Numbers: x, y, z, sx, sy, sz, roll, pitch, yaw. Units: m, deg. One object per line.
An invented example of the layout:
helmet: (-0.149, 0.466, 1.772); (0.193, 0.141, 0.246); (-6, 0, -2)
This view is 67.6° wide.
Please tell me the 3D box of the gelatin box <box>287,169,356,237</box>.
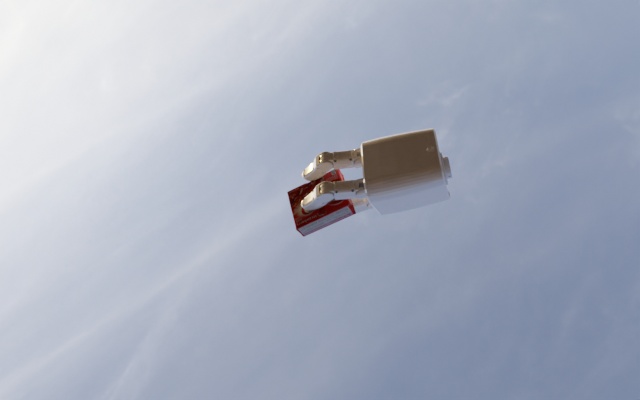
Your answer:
gelatin box: (0.000, 0.003, 0.710); (0.089, 0.073, 0.030); (-25, -38, 11)
